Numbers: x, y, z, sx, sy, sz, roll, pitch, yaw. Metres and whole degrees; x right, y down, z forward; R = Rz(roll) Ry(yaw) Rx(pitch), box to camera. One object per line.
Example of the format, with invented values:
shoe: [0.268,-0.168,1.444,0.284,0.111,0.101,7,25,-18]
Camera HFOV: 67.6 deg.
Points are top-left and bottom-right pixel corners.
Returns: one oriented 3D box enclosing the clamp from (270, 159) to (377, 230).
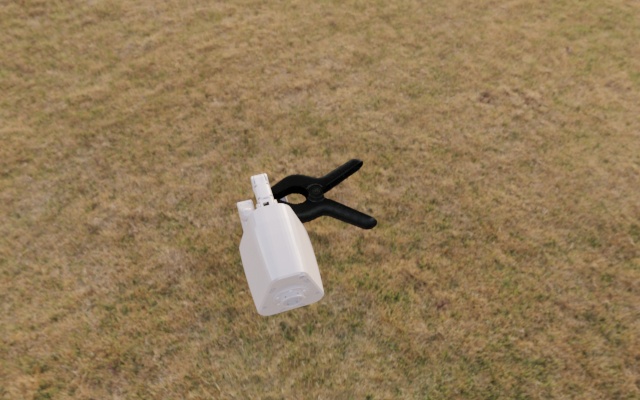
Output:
clamp: [0.000,0.002,0.705,0.171,0.120,0.039,-14,-34,-11]
